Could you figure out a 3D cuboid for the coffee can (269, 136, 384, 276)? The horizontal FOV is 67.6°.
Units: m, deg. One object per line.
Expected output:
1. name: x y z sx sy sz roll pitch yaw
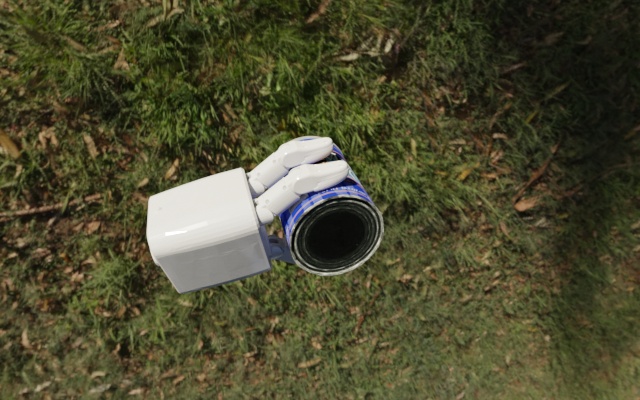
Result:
1. coffee can: 0.000 0.002 0.547 0.103 0.103 0.140 0 32 -18
